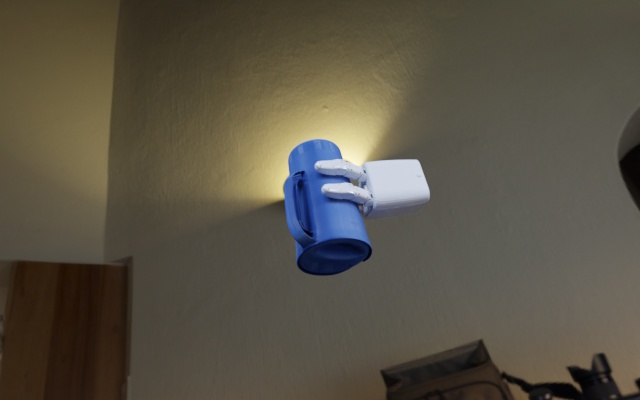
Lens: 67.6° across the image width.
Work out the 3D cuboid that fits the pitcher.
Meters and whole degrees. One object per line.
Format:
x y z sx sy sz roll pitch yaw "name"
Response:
0.000 0.003 0.879 0.145 0.242 0.149 -6 -34 -9 "pitcher"
